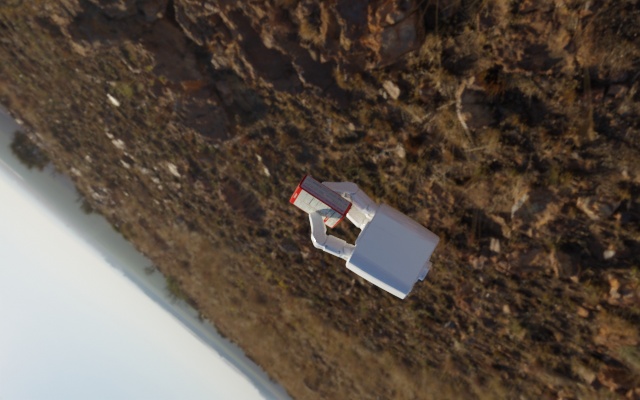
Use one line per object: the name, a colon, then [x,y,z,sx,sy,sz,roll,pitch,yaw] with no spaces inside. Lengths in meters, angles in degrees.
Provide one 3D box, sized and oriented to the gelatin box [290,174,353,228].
gelatin box: [0.000,0.003,0.775,0.089,0.030,0.073,32,-24,-2]
